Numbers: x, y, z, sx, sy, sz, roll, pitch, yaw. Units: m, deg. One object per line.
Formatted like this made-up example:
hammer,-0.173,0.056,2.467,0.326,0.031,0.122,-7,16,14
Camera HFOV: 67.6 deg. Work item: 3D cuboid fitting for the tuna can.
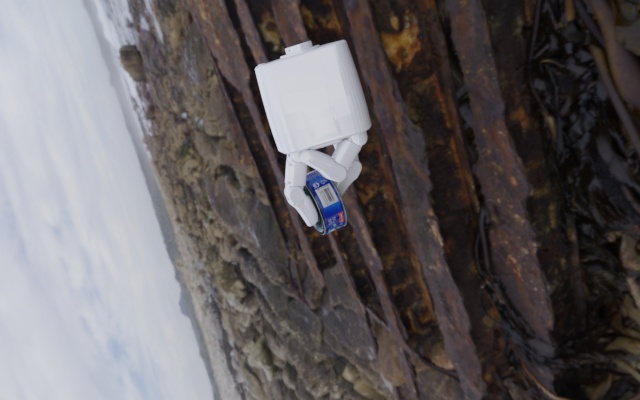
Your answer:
tuna can,0.000,0.002,0.637,0.034,0.086,0.086,-25,7,-15
